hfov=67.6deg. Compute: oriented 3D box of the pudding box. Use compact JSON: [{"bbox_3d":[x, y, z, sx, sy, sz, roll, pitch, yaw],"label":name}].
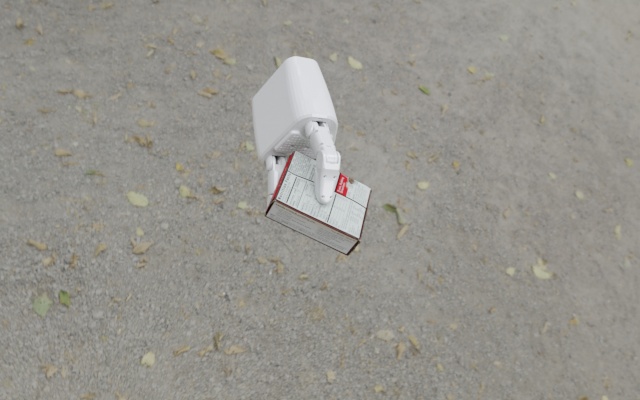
[{"bbox_3d":[0.000,0.002,0.569,0.113,0.090,0.039,25,-42,-7],"label":"pudding box"}]
